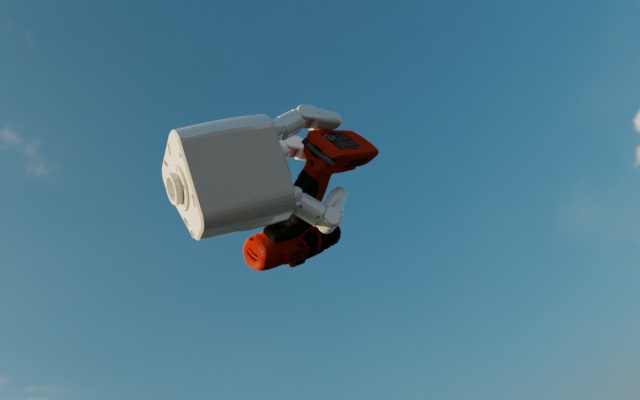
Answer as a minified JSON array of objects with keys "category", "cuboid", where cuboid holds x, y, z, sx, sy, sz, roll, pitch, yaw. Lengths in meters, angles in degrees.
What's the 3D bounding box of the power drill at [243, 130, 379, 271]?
[{"category":"power drill","cuboid":[0.000,0.002,0.616,0.057,0.188,0.184,38,26,23]}]
